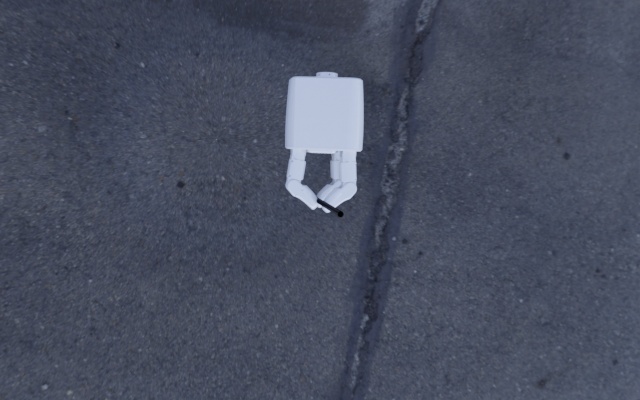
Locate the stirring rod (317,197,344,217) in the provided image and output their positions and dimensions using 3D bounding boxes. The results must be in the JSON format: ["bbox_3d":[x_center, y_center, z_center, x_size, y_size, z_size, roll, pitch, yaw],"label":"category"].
[{"bbox_3d":[0.000,0.002,0.718,0.011,0.011,0.239,0,7,-12],"label":"stirring rod"}]
